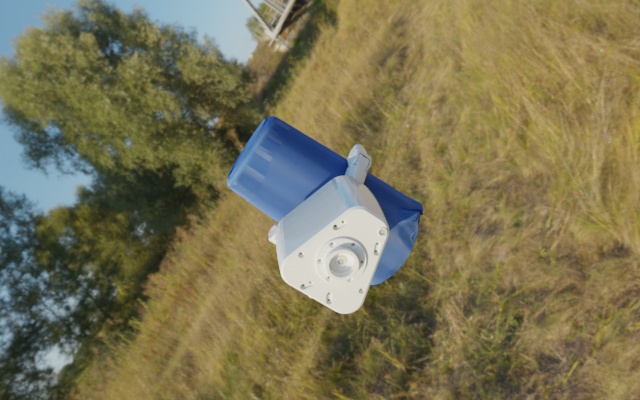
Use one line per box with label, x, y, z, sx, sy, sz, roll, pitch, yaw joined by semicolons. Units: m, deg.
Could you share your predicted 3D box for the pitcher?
pitcher;0.000;0.002;0.638;0.243;0.149;0.145;33;13;-14
